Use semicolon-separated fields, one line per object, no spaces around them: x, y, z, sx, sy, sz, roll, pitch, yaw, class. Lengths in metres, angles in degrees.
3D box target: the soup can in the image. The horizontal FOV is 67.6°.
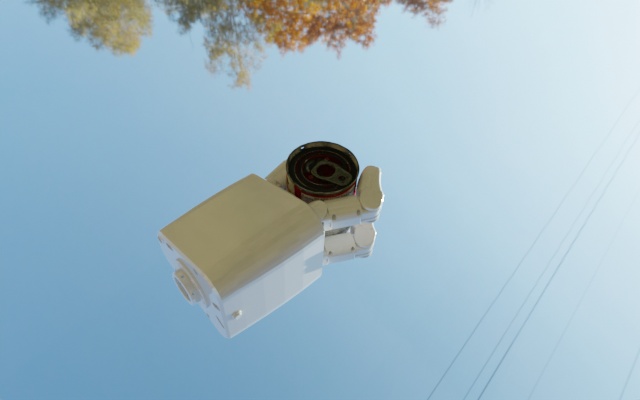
0.000;0.001;0.474;0.068;0.068;0.102;0;-41;-3;soup can
